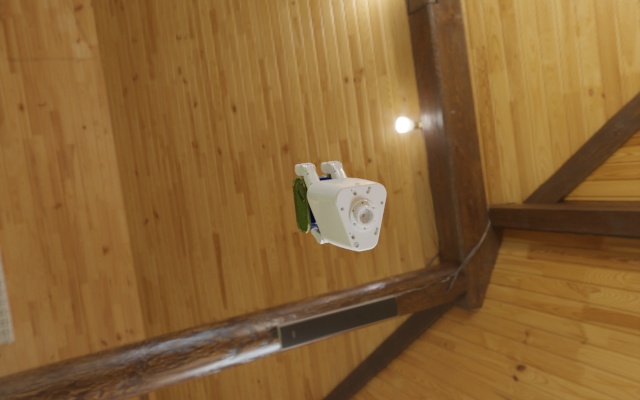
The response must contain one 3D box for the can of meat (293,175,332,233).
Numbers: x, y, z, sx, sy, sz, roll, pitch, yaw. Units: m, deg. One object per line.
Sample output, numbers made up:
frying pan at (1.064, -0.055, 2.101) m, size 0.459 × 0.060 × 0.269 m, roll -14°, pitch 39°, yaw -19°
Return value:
can of meat at (0.000, 0.003, 0.885) m, size 0.084 × 0.102 × 0.057 m, roll -8°, pitch 5°, yaw -23°
